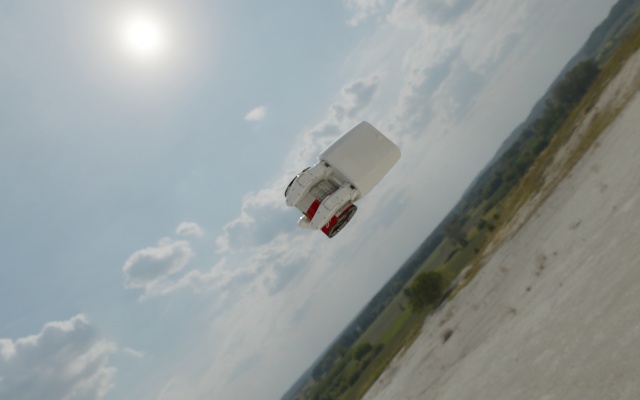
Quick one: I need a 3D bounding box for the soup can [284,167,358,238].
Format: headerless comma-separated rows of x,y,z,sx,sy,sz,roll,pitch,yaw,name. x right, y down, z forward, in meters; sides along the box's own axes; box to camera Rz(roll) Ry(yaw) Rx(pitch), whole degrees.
0.000,0.003,0.772,0.102,0.068,0.068,42,11,13,soup can
